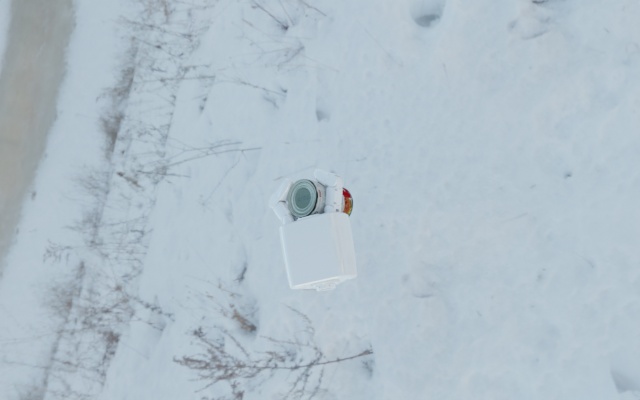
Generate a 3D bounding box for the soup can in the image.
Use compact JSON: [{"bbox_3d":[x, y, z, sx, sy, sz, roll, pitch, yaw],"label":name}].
[{"bbox_3d":[0.000,0.002,0.830,0.068,0.068,0.102,0,-7,40],"label":"soup can"}]
